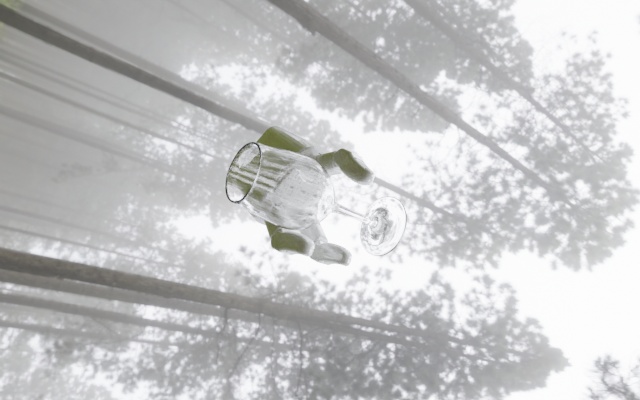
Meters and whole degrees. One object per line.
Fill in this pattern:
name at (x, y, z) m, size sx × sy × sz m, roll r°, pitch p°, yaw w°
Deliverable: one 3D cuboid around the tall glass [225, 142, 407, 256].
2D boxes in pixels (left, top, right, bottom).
tall glass at (0.001, 0.002, 0.513) m, size 0.201 × 0.079 × 0.079 m, roll 21°, pitch -13°, yaw -37°
